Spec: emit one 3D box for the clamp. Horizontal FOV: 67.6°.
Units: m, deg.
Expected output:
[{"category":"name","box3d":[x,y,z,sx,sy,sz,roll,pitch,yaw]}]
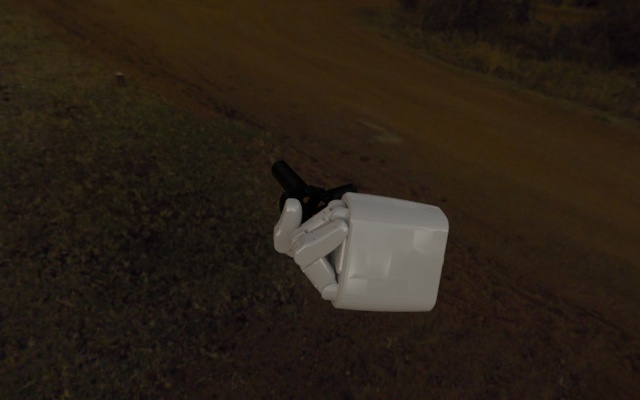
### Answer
[{"category":"clamp","box3d":[0.000,0.001,0.588,0.120,0.039,0.171,9,27,-12]}]
